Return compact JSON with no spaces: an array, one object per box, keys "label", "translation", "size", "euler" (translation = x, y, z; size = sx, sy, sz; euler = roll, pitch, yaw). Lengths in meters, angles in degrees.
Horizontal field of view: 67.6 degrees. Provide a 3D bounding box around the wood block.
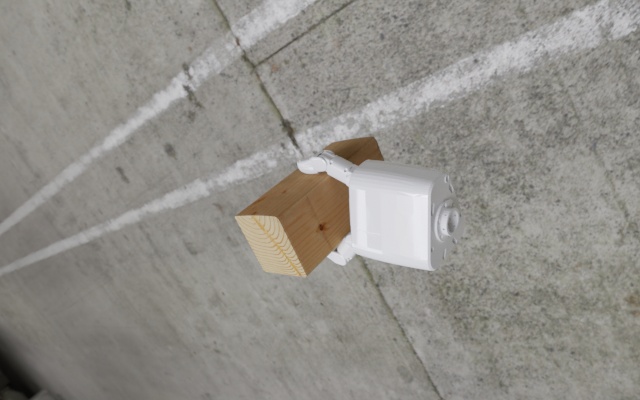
[{"label":"wood block","translation":[0.000,0.002,0.650],"size":[0.090,0.091,0.206],"euler":[-2,30,46]}]
